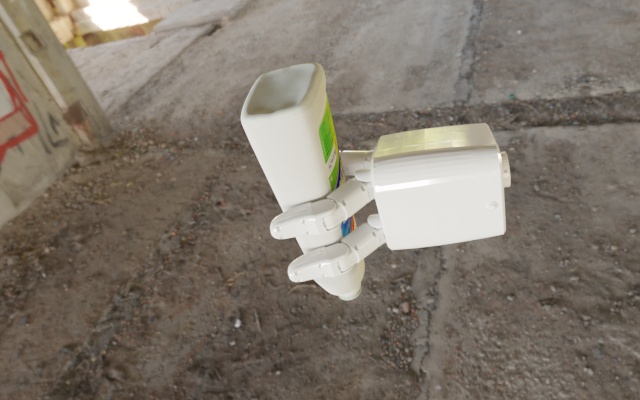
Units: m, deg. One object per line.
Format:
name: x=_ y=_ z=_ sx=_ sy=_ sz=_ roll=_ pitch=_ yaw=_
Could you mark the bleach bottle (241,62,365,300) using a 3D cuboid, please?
bleach bottle: x=0.000 y=0.002 z=0.474 sx=0.068 sy=0.251 sz=0.102 roll=-8 pitch=38 yaw=15
